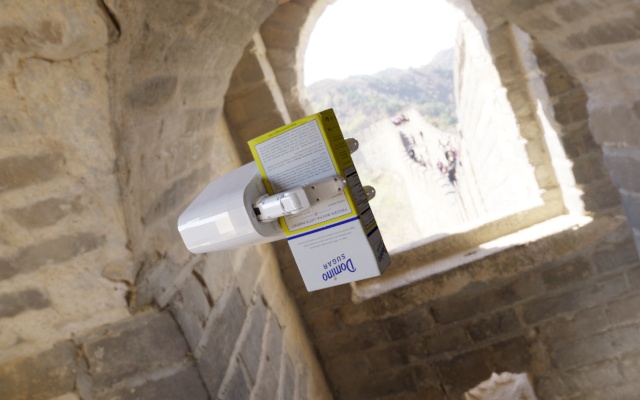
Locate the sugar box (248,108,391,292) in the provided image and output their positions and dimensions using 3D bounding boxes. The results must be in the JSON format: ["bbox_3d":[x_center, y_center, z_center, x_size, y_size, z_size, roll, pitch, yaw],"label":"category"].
[{"bbox_3d":[0.000,0.001,0.507,0.093,0.176,0.048,-18,9,28],"label":"sugar box"}]
